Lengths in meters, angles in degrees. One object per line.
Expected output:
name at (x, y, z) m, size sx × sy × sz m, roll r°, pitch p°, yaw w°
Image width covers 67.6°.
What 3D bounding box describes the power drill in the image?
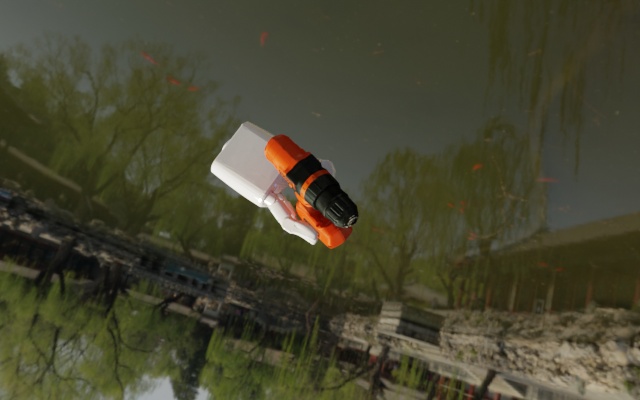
power drill at (0.000, 0.002, 0.729) m, size 0.057 × 0.184 × 0.188 m, roll -37°, pitch -29°, yaw -10°
